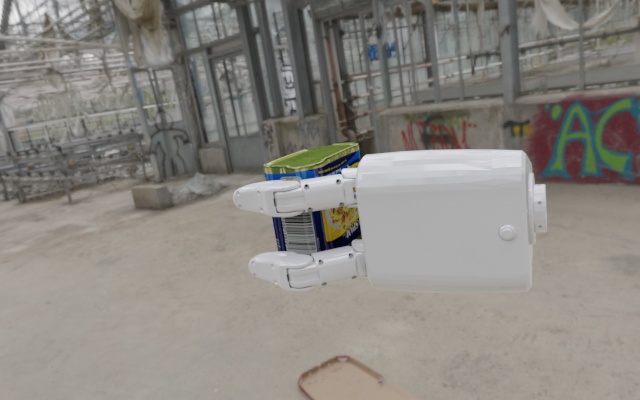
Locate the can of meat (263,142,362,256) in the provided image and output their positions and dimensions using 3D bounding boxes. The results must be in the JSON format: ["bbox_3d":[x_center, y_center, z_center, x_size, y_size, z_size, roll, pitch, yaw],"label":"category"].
[{"bbox_3d":[0.000,0.001,0.400,0.057,0.084,0.102,0,16,29],"label":"can of meat"}]
